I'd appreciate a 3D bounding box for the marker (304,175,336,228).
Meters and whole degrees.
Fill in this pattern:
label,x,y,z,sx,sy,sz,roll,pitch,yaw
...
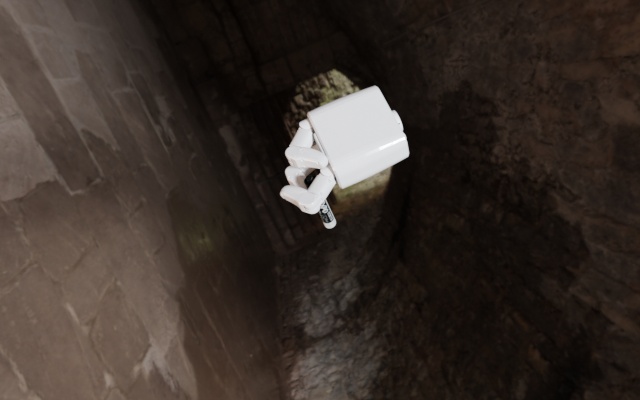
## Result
label,x,y,z,sx,sy,sz,roll,pitch,yaw
marker,0.000,0.002,0.690,0.020,0.020,0.121,0,-33,18
